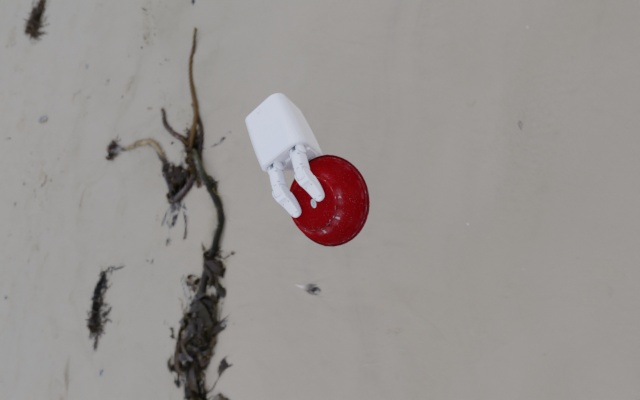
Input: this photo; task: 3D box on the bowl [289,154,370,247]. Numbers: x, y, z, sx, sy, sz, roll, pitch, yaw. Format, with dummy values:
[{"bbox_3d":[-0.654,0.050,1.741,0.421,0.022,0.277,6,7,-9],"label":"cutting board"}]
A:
[{"bbox_3d":[0.001,0.004,0.814,0.162,0.162,0.055,0,4,32],"label":"bowl"}]
